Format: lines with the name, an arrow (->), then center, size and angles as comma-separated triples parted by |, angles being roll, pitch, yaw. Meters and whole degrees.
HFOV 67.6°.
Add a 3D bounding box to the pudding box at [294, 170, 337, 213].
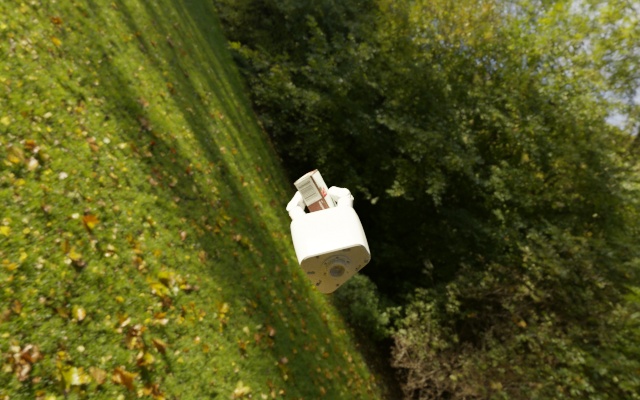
pudding box -> 0.000, 0.003, 0.882 | 0.039, 0.113, 0.090 | -27, 5, 9
